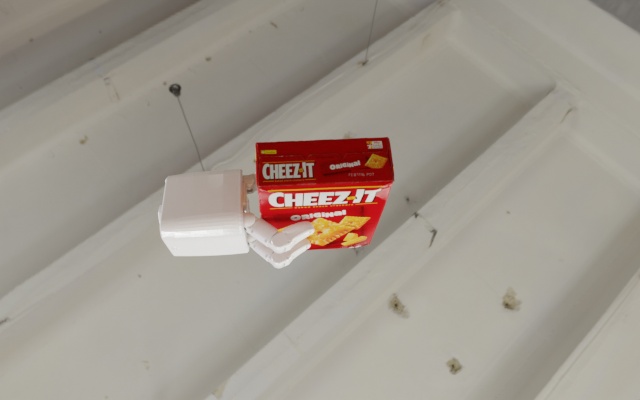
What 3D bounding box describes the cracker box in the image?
[{"bbox_3d":[0.000,0.002,0.654,0.164,0.072,0.214,-3,-25,-5],"label":"cracker box"}]
